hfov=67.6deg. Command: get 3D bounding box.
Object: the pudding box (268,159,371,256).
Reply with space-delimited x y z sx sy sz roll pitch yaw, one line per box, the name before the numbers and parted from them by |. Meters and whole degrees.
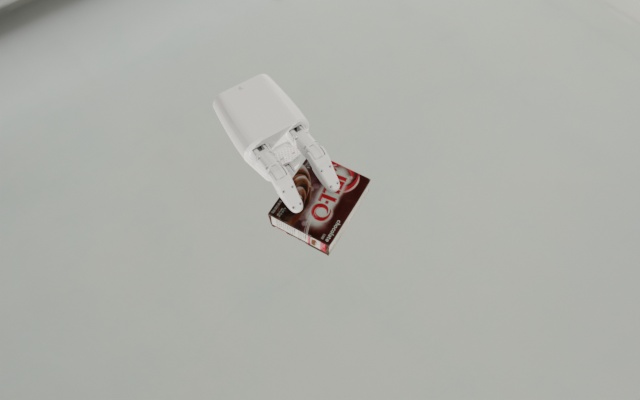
pudding box | 0.000 0.002 0.619 0.090 0.113 0.039 26 -23 15
